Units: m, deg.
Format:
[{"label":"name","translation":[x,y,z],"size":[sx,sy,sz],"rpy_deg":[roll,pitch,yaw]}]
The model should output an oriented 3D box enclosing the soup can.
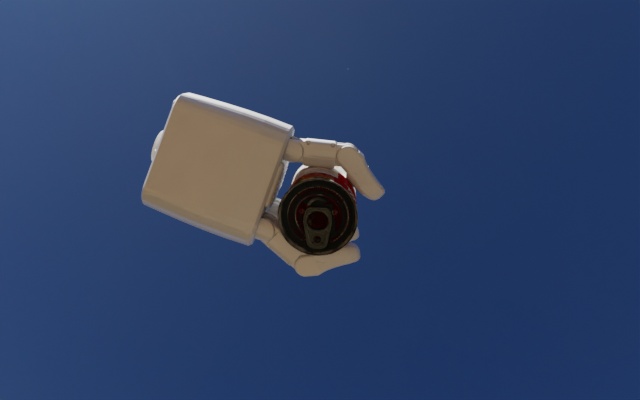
[{"label":"soup can","translation":[0.001,0.001,0.447],"size":[0.068,0.068,0.102],"rpy_deg":[0,15,3]}]
